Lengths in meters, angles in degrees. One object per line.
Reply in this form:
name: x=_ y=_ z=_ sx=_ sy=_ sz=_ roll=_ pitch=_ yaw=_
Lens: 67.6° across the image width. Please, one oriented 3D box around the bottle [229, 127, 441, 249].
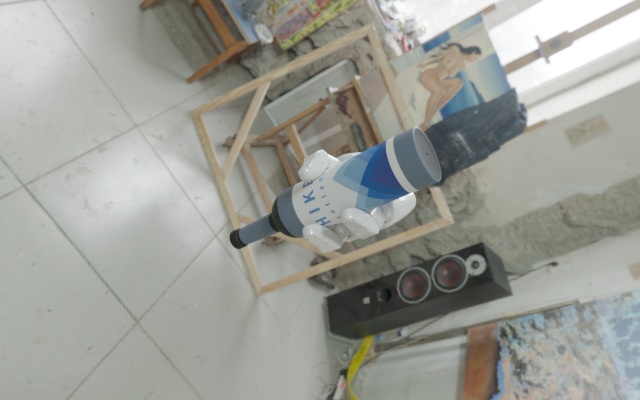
bottle: x=0.000 y=0.002 z=0.594 sx=0.296 sy=0.069 sz=0.069 roll=-24 pitch=-12 yaw=29
